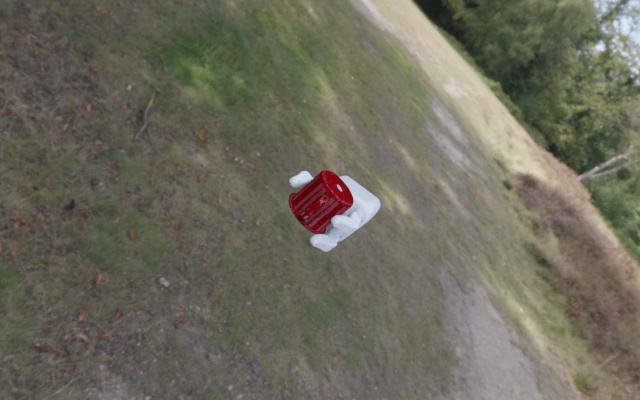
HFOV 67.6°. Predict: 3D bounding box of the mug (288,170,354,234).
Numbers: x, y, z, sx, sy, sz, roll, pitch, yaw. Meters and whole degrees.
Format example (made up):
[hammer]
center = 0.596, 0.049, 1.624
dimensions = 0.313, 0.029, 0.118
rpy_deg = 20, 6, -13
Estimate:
[mug]
center = 0.000, 0.003, 0.834
dimensions = 0.081, 0.093, 0.117
rpy_deg = -41, -4, 24
